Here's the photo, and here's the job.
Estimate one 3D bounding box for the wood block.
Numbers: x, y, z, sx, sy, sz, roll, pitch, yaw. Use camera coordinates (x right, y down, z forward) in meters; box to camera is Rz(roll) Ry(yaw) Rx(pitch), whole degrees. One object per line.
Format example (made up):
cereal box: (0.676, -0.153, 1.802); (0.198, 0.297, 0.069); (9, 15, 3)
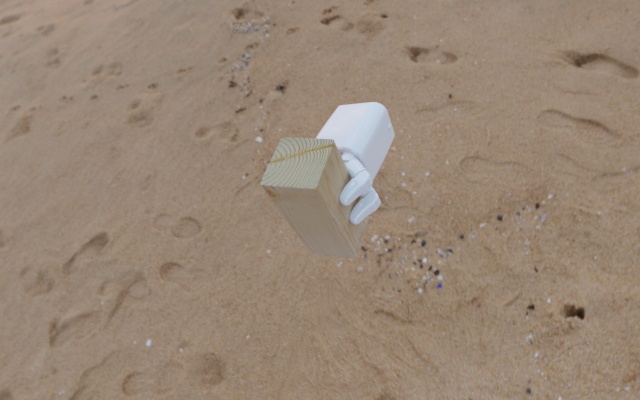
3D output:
wood block: (0.000, 0.002, 0.751); (0.091, 0.090, 0.206); (6, -31, 26)
